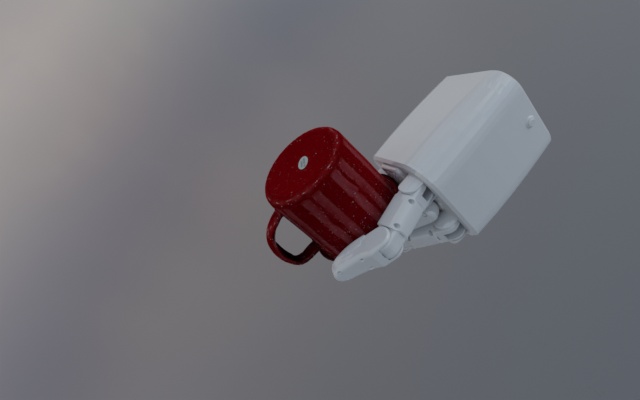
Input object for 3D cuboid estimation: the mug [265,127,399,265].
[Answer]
[{"bbox_3d":[-0.001,0.002,0.403,0.081,0.117,0.093,41,-1,-34],"label":"mug"}]
